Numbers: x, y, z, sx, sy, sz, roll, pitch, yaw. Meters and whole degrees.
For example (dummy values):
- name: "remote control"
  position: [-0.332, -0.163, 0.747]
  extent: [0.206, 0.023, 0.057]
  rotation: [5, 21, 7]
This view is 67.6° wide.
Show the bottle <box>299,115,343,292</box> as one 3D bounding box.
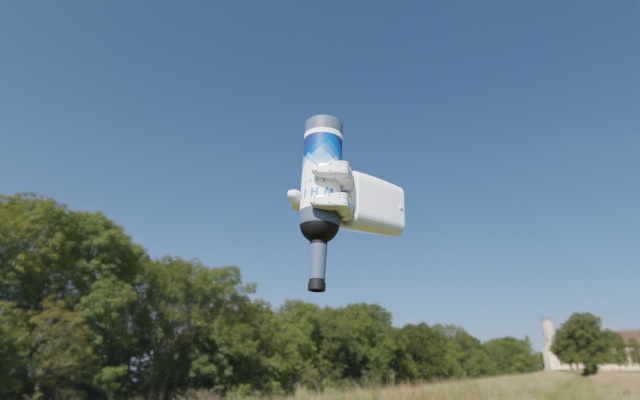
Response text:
- name: "bottle"
  position: [0.000, 0.002, 0.788]
  extent: [0.069, 0.295, 0.069]
  rotation: [2, -22, 1]
